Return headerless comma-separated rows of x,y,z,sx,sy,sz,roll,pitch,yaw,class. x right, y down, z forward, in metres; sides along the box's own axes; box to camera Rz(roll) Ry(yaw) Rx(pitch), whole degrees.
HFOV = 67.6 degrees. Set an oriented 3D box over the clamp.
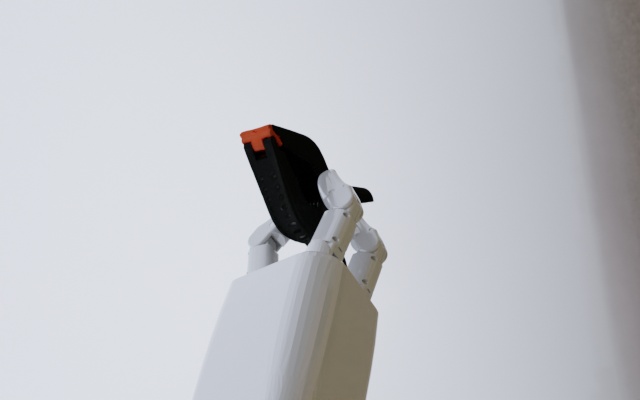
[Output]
-0.001,0.001,0.432,0.036,0.164,0.210,-12,-47,25,clamp
